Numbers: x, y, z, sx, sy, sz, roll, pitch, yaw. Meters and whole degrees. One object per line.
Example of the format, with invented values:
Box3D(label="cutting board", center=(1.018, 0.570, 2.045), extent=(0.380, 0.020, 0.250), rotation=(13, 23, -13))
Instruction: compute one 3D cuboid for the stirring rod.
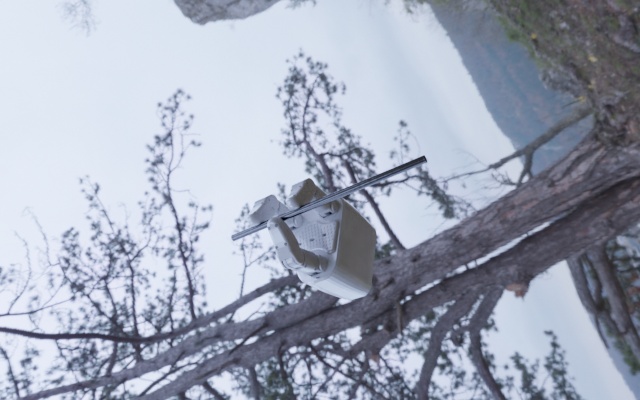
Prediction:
Box3D(label="stirring rod", center=(0.000, 0.002, 0.511), extent=(0.239, 0.011, 0.011), rotation=(-22, -9, 23))
